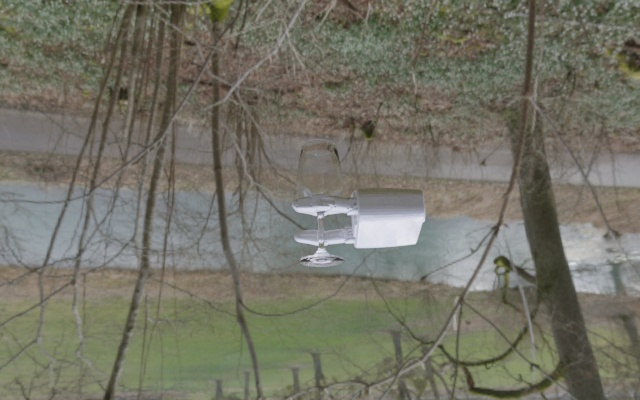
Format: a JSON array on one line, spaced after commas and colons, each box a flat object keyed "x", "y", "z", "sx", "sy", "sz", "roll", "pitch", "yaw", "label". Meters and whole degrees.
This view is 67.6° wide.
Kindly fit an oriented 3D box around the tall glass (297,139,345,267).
[{"x": 0.000, "y": 0.003, "z": 0.785, "sx": 0.079, "sy": 0.201, "sz": 0.079, "roll": -1, "pitch": -20, "yaw": -1, "label": "tall glass"}]
